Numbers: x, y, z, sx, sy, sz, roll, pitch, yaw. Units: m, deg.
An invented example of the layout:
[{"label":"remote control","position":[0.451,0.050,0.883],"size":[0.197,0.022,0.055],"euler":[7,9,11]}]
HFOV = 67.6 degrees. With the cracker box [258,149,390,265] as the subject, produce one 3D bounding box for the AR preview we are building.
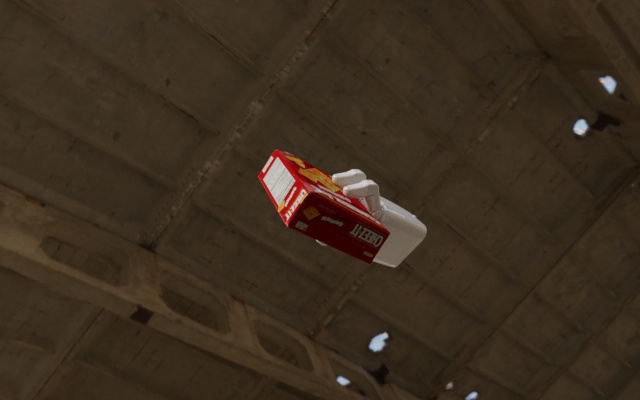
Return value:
[{"label":"cracker box","position":[0.000,0.003,0.807],"size":[0.164,0.072,0.213],"euler":[26,12,-28]}]
